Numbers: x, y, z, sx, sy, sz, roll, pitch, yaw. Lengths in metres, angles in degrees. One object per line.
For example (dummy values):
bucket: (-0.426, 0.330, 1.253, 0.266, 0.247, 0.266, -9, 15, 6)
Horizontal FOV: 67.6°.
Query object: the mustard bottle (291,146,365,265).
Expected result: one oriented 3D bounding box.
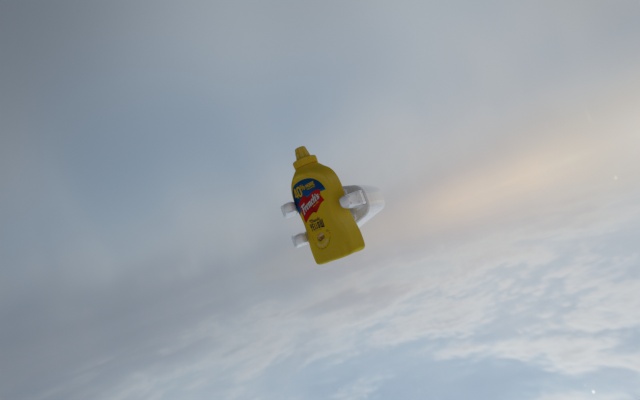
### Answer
mustard bottle: (0.000, 0.003, 0.774, 0.058, 0.191, 0.096, -16, -7, -42)
